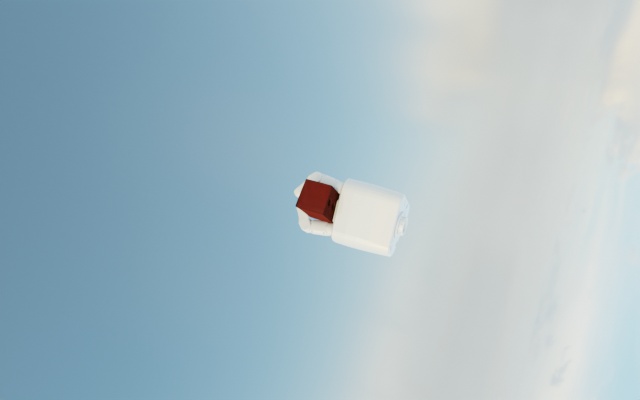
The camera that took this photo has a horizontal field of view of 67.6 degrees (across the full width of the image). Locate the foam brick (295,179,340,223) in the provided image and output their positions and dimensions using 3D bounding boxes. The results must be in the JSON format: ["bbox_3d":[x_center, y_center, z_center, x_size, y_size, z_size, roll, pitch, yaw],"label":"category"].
[{"bbox_3d":[0.000,0.003,0.823,0.051,0.053,0.078,16,-9,21],"label":"foam brick"}]
